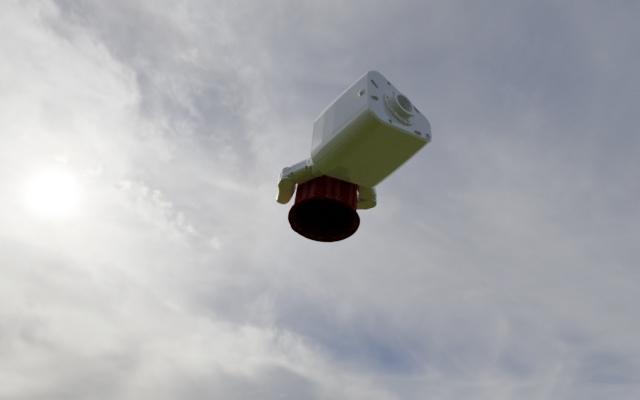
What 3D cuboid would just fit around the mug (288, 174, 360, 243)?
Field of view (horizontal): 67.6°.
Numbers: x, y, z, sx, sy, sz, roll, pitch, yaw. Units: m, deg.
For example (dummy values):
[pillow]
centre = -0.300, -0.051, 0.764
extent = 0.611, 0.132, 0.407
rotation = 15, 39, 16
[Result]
[mug]
centre = -0.001, 0.003, 0.645
extent = 0.093, 0.081, 0.117
rotation = 30, -46, -25
